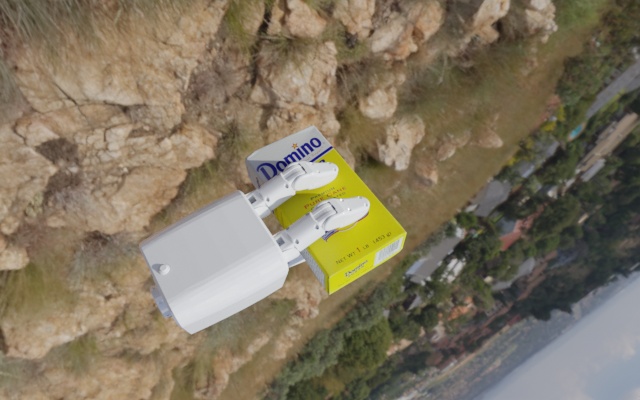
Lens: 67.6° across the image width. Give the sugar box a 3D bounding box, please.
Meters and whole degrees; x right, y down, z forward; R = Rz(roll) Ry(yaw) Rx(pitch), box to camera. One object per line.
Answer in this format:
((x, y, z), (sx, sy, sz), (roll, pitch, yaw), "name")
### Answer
((0.000, 0.001, 0.505), (0.093, 0.176, 0.048), (-28, -30, -18), "sugar box")
